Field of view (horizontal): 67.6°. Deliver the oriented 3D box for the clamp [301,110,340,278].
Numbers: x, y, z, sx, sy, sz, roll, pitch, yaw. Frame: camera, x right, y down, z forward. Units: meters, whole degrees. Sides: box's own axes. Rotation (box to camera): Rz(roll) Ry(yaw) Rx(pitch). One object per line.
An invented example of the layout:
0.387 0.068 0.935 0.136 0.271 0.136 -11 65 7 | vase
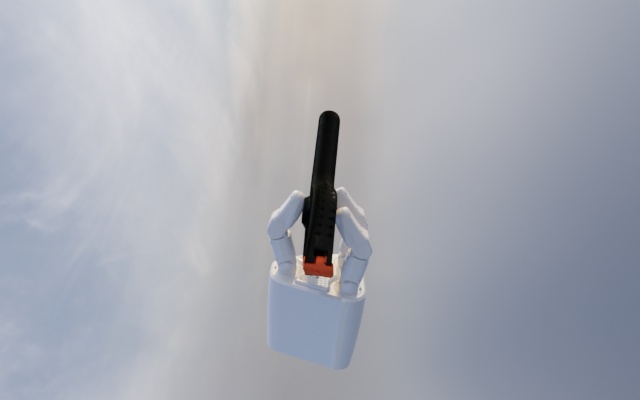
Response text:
-0.001 0.002 0.516 0.036 0.165 0.210 7 24 -3 | clamp
